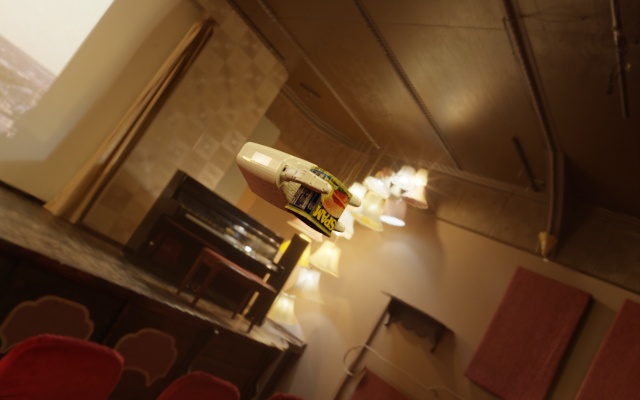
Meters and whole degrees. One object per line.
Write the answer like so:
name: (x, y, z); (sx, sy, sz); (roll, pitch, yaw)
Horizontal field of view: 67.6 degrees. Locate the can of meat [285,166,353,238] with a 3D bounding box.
can of meat: (0.000, 0.002, 0.803); (0.057, 0.084, 0.102); (23, -12, 38)
